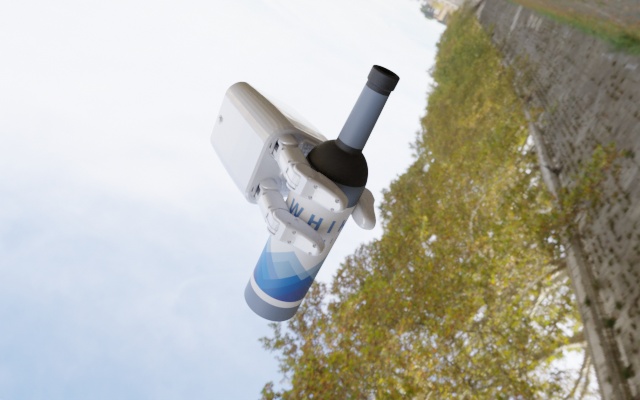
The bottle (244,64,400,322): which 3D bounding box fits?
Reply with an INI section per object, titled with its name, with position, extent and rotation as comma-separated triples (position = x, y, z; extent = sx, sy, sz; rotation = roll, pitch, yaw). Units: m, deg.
[bottle]
position = 0.000, 0.002, 0.491
extent = 0.069, 0.296, 0.069
rotation = 20, 29, -12
